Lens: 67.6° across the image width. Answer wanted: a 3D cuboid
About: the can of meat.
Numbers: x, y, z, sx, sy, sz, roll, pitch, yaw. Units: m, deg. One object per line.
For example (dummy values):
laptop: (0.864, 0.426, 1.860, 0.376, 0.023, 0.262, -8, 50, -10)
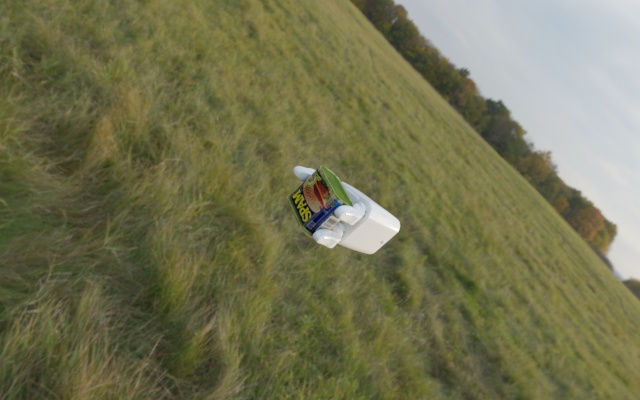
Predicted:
can of meat: (0.000, 0.002, 0.809, 0.057, 0.084, 0.102, 29, 25, -42)
